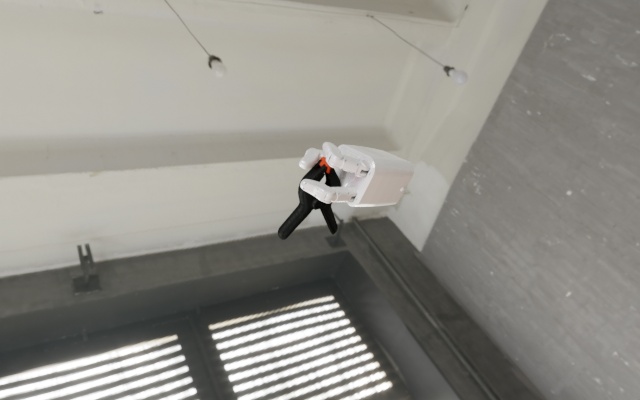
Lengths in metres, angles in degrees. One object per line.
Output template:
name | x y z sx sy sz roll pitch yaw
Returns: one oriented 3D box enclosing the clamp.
clamp | 0.000 0.002 0.865 0.120 0.171 0.039 0 38 -37
